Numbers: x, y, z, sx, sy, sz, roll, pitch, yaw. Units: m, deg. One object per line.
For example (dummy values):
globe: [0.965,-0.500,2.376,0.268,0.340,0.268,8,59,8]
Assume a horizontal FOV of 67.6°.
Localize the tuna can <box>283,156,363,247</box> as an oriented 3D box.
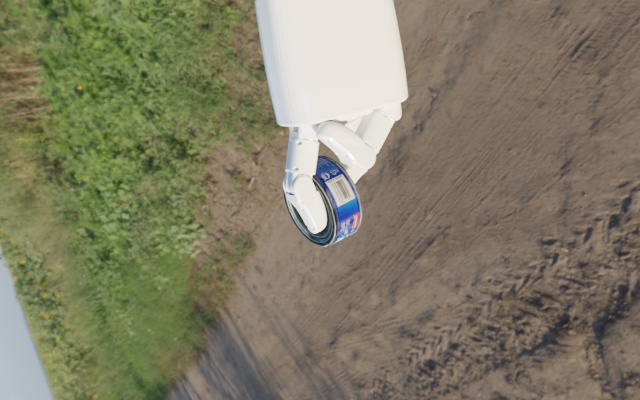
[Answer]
tuna can: [0.000,0.002,0.470,0.033,0.086,0.086,-27,14,-31]
